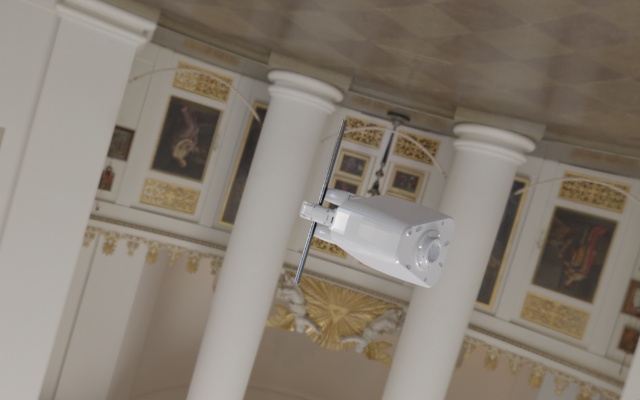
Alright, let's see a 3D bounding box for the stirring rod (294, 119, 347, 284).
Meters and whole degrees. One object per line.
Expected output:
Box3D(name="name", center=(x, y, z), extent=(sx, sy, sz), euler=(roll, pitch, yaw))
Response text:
Box3D(name="stirring rod", center=(0.000, 0.002, 0.677), extent=(0.011, 0.239, 0.011), euler=(17, 2, -1))
